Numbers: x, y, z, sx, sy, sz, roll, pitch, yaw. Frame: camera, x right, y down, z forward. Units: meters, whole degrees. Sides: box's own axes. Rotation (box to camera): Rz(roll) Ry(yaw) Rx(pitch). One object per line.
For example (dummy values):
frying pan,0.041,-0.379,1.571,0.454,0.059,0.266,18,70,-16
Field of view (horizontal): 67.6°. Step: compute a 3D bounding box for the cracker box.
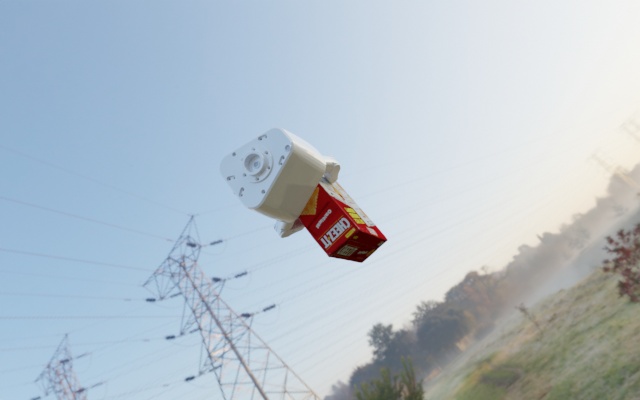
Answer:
cracker box,0.000,0.002,0.796,0.072,0.213,0.164,-44,-23,10
